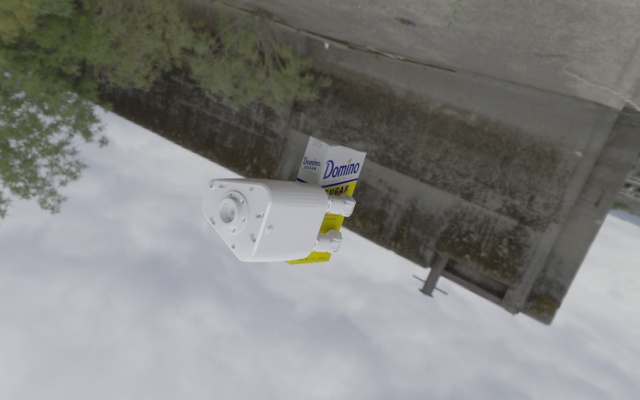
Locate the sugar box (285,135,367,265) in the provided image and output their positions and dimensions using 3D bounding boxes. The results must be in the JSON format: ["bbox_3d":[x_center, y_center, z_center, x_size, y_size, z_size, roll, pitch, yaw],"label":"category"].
[{"bbox_3d":[0.000,0.003,0.681,0.048,0.176,0.093,29,15,34],"label":"sugar box"}]
